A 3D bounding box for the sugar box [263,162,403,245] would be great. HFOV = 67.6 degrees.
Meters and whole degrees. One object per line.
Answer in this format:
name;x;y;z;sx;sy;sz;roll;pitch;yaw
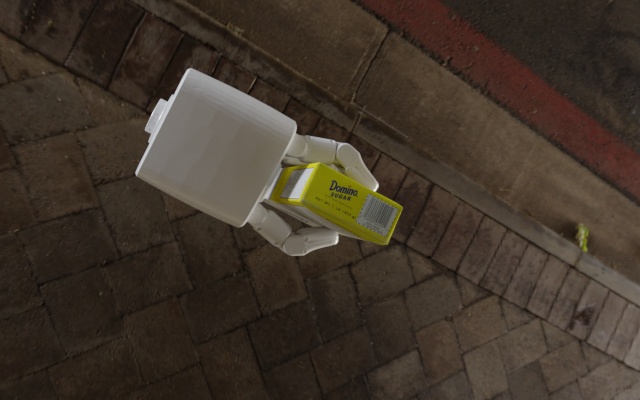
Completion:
sugar box;0.000;0.001;0.494;0.093;0.048;0.176;28;-5;-19
